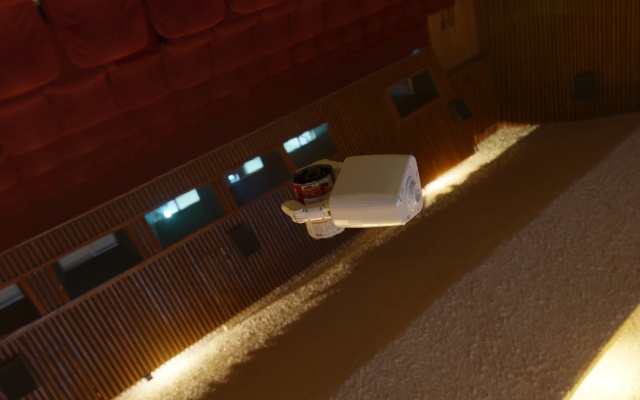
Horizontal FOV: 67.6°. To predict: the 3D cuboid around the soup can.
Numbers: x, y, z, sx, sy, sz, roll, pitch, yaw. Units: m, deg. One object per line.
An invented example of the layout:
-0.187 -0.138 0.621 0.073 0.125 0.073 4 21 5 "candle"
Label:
0.000 0.003 0.755 0.068 0.102 0.068 -14 26 7 "soup can"
